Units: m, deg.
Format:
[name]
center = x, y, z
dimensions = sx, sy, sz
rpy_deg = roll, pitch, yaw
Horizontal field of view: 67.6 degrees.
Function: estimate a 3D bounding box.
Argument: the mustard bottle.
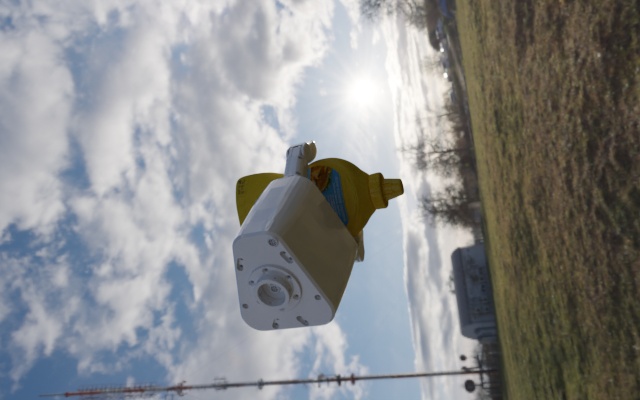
[mustard bottle]
center = 0.000, 0.002, 0.550
dimensions = 0.191, 0.096, 0.058
rpy_deg = -11, 0, 19
